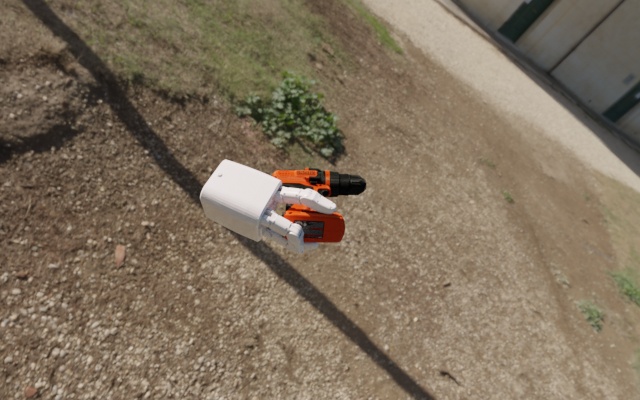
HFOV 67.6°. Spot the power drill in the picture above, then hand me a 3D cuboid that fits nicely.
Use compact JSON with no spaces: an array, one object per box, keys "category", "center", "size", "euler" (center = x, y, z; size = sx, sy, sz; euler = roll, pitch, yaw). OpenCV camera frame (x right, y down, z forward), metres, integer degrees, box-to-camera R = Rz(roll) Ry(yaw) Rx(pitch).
[{"category":"power drill","center":[0.000,0.003,0.866],"size":[0.184,0.057,0.187],"euler":[1,29,-3]}]
